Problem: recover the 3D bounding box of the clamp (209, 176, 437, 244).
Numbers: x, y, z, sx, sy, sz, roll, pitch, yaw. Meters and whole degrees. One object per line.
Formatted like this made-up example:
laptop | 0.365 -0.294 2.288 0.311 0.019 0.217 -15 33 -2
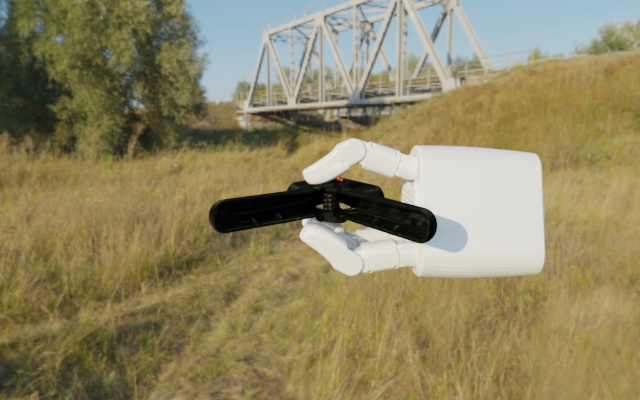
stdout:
clamp | 0.000 0.001 0.428 0.164 0.036 0.210 2 9 0
